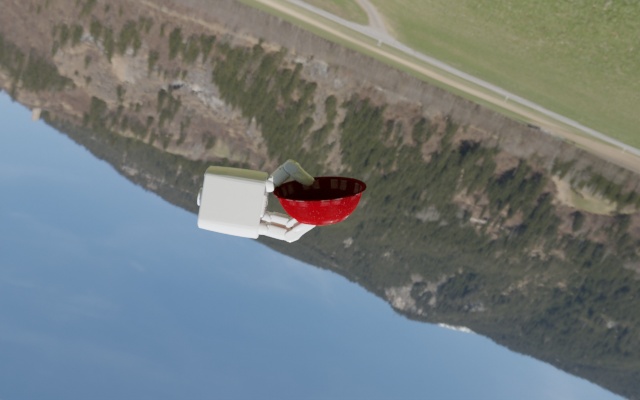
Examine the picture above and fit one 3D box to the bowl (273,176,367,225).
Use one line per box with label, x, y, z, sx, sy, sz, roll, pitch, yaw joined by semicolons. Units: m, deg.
bowl;0.001;0.003;0.828;0.162;0.055;0.162;-4;16;1
